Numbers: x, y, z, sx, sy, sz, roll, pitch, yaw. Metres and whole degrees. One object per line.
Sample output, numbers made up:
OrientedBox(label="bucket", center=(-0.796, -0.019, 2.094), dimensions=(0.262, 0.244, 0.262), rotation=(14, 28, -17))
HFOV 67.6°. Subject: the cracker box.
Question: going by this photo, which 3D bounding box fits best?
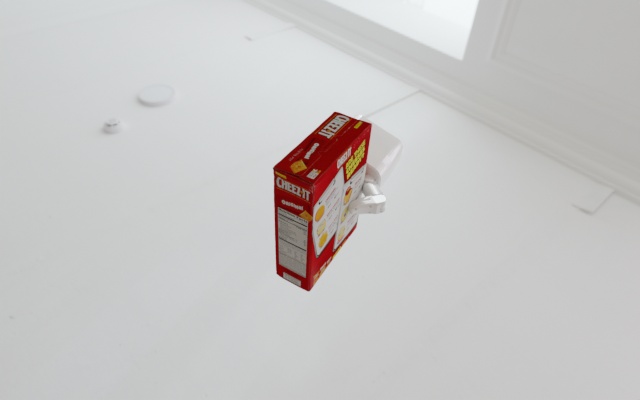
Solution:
OrientedBox(label="cracker box", center=(0.000, 0.002, 0.704), dimensions=(0.072, 0.214, 0.164), rotation=(23, 46, 20))
